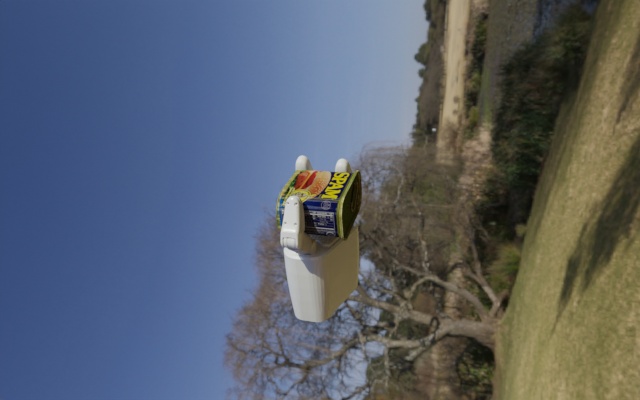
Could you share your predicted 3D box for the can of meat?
[{"bbox_3d":[0.000,0.002,0.597,0.084,0.057,0.102,4,31,17],"label":"can of meat"}]
